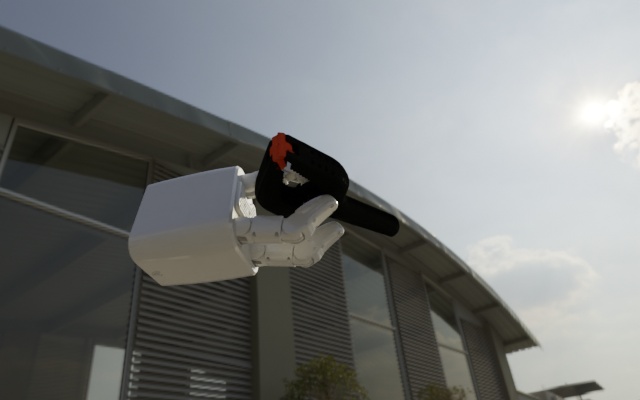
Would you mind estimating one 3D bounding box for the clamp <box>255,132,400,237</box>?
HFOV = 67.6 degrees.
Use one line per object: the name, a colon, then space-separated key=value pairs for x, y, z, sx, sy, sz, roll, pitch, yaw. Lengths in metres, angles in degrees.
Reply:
clamp: x=0.000 y=0.001 z=0.503 sx=0.164 sy=0.036 sz=0.210 roll=-10 pitch=-32 yaw=4
